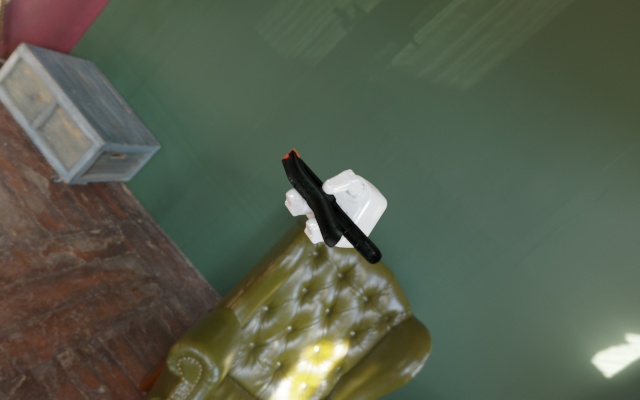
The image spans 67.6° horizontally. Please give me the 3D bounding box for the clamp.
[{"bbox_3d":[0.000,0.001,0.687,0.036,0.210,0.164,-41,-22,10],"label":"clamp"}]
